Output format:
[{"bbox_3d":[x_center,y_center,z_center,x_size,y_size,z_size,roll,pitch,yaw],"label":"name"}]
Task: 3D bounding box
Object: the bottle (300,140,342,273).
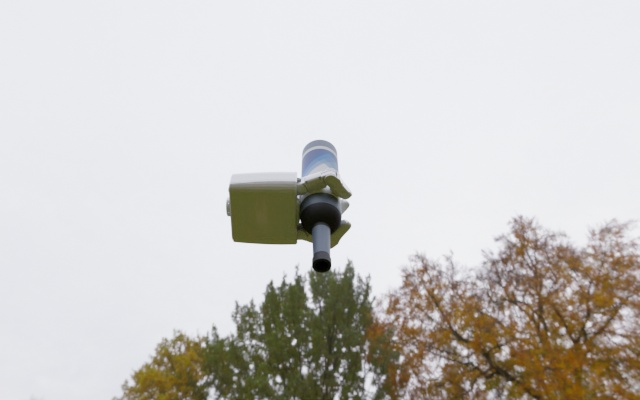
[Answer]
[{"bbox_3d":[0.000,0.002,0.780,0.069,0.069,0.295,0,37,-1],"label":"bottle"}]
